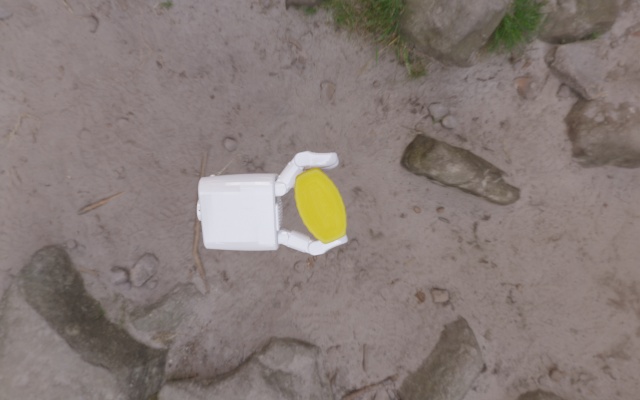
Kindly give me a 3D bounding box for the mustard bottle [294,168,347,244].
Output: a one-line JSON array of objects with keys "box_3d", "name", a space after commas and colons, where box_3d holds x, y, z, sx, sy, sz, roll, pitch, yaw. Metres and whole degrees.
[{"box_3d": [0.000, 0.002, 0.685, 0.058, 0.096, 0.191, -25, 3, 1], "name": "mustard bottle"}]
